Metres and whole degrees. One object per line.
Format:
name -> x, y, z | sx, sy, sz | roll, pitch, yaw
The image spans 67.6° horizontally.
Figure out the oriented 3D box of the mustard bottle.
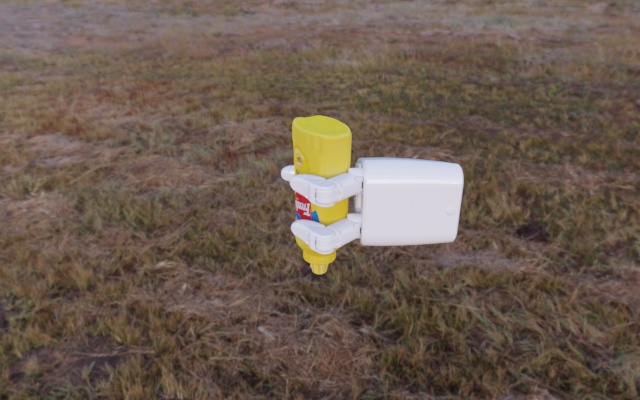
mustard bottle -> 0.000, 0.002, 0.569 | 0.058, 0.192, 0.096 | -10, 26, -22
